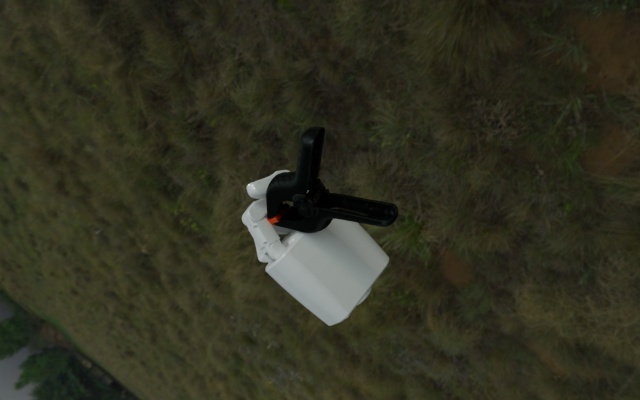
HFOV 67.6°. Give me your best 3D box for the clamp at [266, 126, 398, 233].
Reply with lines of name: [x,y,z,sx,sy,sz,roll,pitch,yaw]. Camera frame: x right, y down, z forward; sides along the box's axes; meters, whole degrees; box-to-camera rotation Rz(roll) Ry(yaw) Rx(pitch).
clamp: [0.000,0.002,0.500,0.039,0.120,0.171,-47,4,-32]
